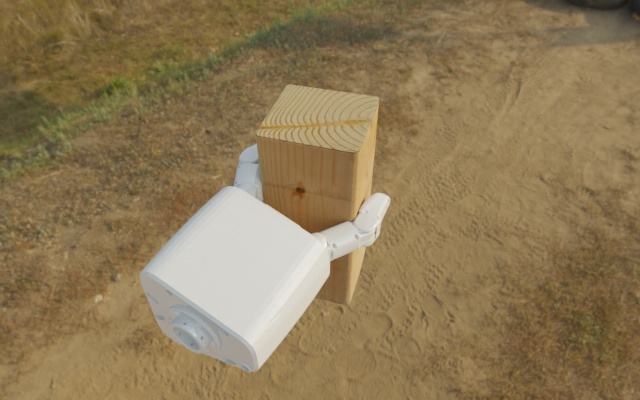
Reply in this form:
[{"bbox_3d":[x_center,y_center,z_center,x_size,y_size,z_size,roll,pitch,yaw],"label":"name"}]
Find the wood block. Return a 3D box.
[{"bbox_3d":[0.000,0.002,0.482,0.091,0.206,0.090,11,44,12],"label":"wood block"}]
